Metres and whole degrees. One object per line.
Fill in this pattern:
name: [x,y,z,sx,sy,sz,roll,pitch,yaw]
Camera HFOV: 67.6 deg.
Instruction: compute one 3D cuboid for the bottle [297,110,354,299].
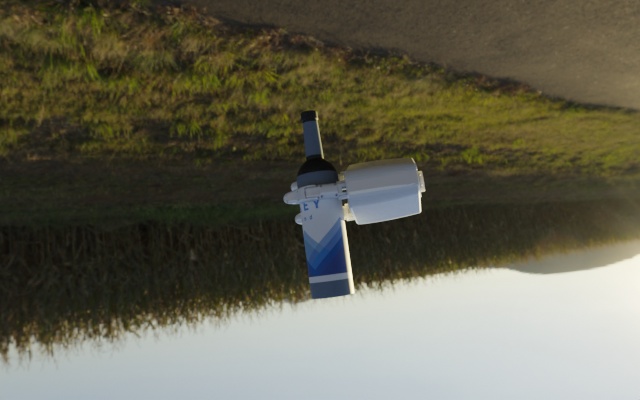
bottle: [0.000,0.003,0.754,0.069,0.295,0.069,-7,-8,-1]
